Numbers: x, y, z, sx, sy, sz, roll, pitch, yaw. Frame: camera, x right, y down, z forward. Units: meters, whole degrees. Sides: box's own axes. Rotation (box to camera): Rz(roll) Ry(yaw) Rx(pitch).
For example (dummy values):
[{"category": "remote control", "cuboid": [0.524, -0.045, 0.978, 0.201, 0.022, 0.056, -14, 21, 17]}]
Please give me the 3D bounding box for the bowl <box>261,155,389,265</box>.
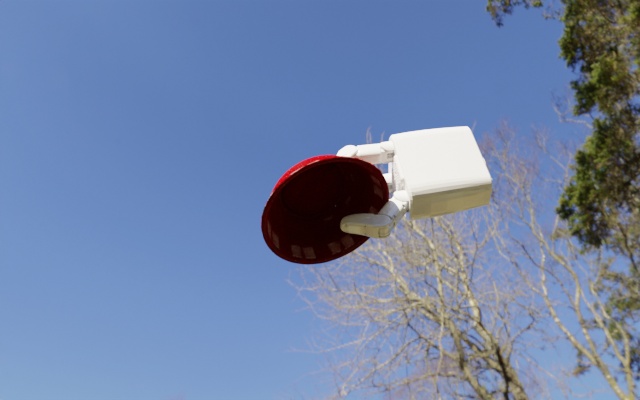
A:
[{"category": "bowl", "cuboid": [-0.001, 0.002, 0.585, 0.162, 0.162, 0.055, 0, 36, -25]}]
